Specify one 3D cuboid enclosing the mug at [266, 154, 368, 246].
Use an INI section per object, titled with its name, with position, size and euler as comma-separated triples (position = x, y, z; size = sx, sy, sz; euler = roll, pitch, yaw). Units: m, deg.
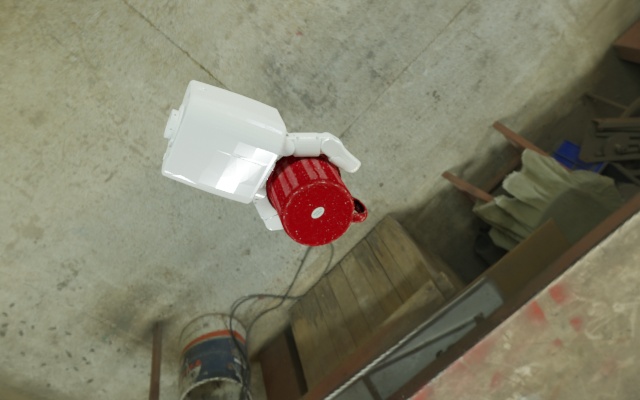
[mug]
position = 0.001, 0.002, 0.543
size = 0.117, 0.093, 0.081
euler = 17, 21, -22
